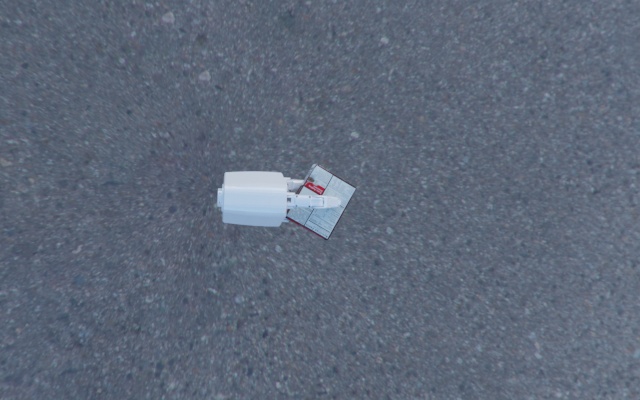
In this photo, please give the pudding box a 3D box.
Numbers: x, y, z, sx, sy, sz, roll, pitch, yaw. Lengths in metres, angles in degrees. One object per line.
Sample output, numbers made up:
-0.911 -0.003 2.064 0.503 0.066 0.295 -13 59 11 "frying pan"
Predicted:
0.000 0.003 0.862 0.090 0.113 0.039 31 -3 -8 "pudding box"
